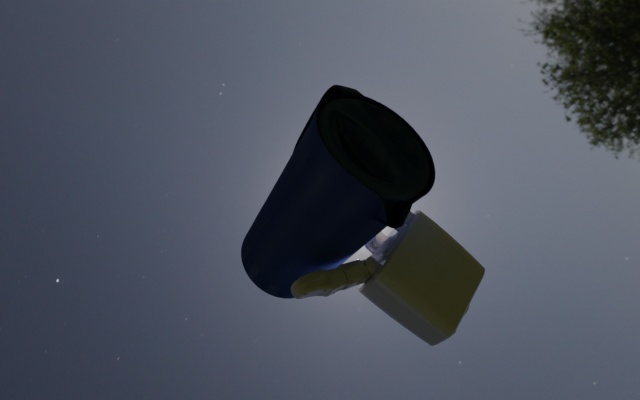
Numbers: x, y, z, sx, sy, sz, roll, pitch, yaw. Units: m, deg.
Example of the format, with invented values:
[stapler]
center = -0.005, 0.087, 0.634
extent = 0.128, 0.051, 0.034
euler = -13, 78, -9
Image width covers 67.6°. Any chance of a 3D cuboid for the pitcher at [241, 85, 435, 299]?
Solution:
[pitcher]
center = 0.000, 0.002, 0.534
extent = 0.243, 0.145, 0.149
euler = -50, 1, 43
